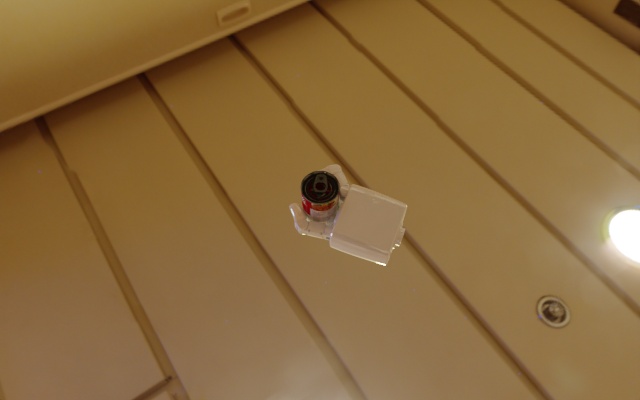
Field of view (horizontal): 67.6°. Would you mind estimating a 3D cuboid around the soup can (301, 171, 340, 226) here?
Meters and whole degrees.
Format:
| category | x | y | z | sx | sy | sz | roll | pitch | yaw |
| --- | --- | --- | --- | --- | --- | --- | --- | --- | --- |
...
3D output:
| category | x | y | z | sx | sy | sz | roll | pitch | yaw |
| --- | --- | --- | --- | --- | --- | --- | --- | --- | --- |
| soup can | 0.000 | 0.003 | 0.857 | 0.068 | 0.068 | 0.102 | 0 | -31 | 0 |
